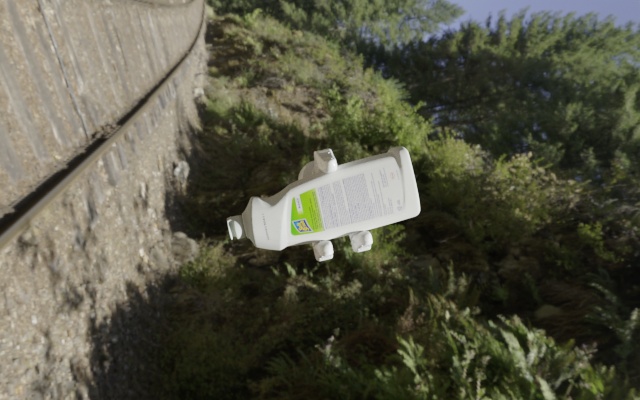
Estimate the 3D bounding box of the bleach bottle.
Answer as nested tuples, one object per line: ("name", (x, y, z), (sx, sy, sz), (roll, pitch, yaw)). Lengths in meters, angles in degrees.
("bleach bottle", (0.000, 0.002, 0.640), (0.251, 0.102, 0.068), (-12, 0, -8))
